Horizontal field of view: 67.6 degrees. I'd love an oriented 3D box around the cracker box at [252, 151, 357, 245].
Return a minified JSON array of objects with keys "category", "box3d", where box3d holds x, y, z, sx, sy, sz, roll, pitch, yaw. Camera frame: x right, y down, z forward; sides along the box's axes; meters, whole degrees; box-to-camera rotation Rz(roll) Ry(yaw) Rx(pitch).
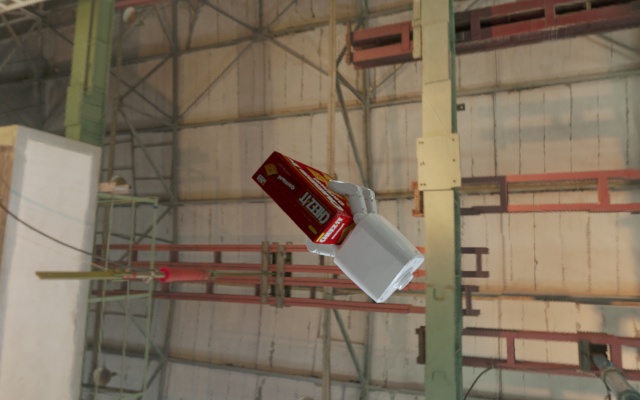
[{"category":"cracker box","box3d":[0.000,0.003,0.857,0.164,0.072,0.214,44,11,23]}]
